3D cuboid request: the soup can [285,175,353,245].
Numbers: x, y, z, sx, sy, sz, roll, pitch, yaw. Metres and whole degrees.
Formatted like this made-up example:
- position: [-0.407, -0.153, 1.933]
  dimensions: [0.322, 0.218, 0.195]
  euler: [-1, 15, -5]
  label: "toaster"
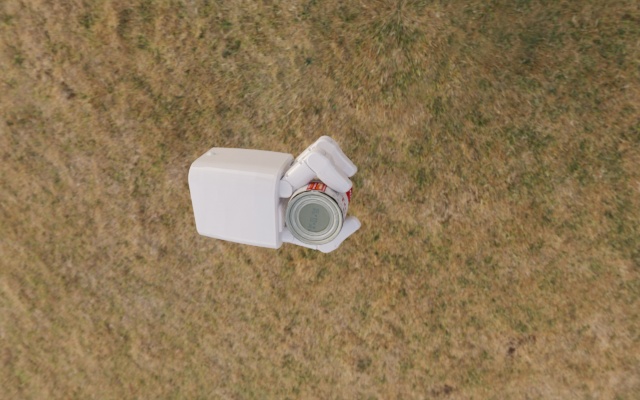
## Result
- position: [0.001, 0.002, 0.570]
  dimensions: [0.068, 0.068, 0.102]
  euler: [0, 21, 10]
  label: "soup can"
